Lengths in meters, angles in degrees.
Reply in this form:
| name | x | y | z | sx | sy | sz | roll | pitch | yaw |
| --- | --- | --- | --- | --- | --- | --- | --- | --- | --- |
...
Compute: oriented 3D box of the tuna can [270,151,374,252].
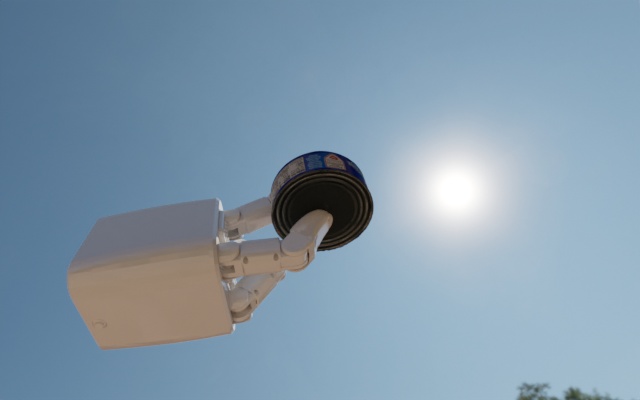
| name | x | y | z | sx | sy | sz | roll | pitch | yaw |
| --- | --- | --- | --- | --- | --- | --- | --- | --- | --- |
| tuna can | 0.000 | 0.001 | 0.409 | 0.086 | 0.086 | 0.033 | 0 | 36 | -9 |
